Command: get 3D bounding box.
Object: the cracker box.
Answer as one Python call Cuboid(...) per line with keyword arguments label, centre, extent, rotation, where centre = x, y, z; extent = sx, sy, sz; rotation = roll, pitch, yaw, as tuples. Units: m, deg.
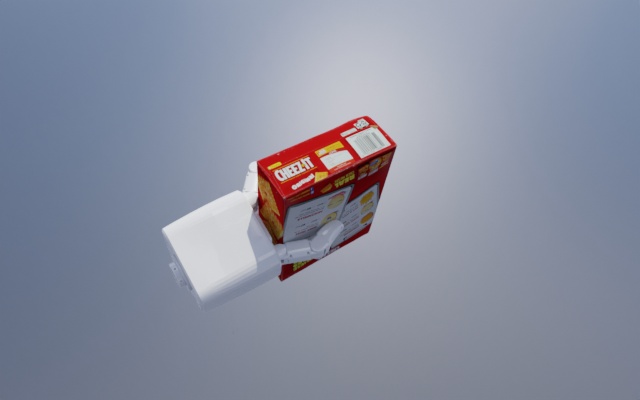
Cuboid(label="cracker box", centre=(0.000, 0.002, 0.647), extent=(0.164, 0.072, 0.214), rotation=(-27, -27, -22))
